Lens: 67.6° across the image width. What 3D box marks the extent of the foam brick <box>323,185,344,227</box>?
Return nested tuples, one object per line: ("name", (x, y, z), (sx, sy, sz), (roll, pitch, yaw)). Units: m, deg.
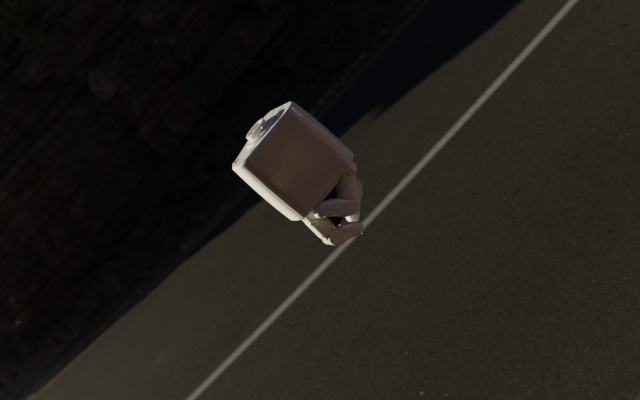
("foam brick", (0.000, 0.002, 0.673), (0.051, 0.053, 0.078), (39, -19, -22))
